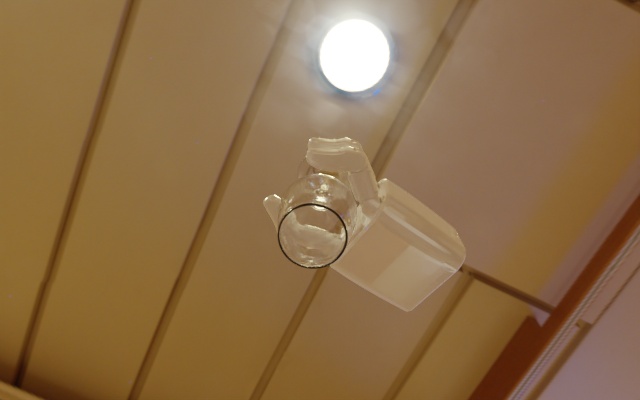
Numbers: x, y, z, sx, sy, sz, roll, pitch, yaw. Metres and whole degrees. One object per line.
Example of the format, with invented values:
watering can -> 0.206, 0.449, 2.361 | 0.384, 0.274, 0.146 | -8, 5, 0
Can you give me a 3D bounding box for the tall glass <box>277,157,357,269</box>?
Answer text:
tall glass -> 0.000, 0.001, 0.509 | 0.079, 0.079, 0.201 | 0, 18, 5
